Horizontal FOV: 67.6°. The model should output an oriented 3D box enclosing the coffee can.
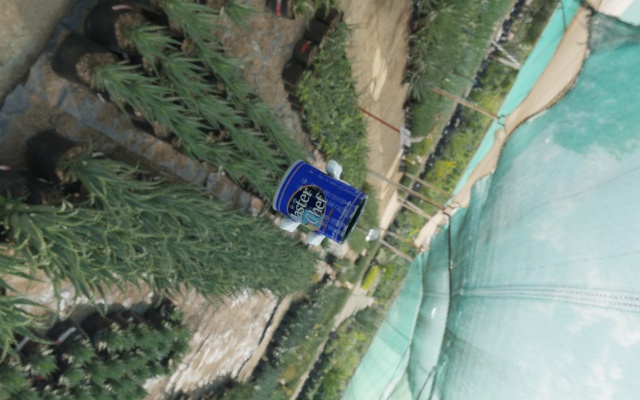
[{"bbox_3d":[0.000,0.003,0.855,0.140,0.103,0.103,28,6,11],"label":"coffee can"}]
